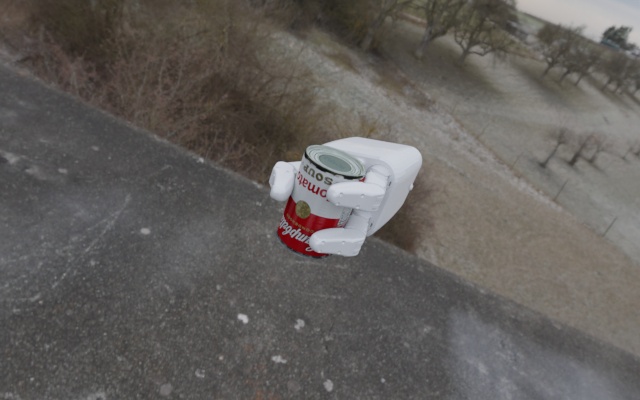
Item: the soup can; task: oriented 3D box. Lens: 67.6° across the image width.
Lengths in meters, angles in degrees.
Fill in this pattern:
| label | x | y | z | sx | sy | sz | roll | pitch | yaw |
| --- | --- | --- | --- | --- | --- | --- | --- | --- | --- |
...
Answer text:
| label | x | y | z | sx | sy | sz | roll | pitch | yaw |
| --- | --- | --- | --- | --- | --- | --- | --- | --- | --- |
| soup can | 0.000 | 0.001 | 0.502 | 0.068 | 0.102 | 0.068 | 17 | 26 | -9 |
